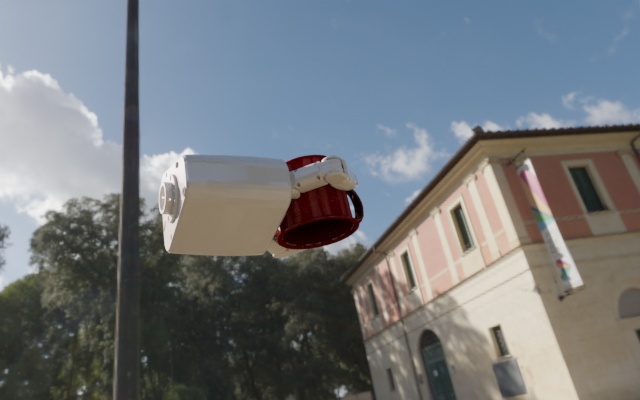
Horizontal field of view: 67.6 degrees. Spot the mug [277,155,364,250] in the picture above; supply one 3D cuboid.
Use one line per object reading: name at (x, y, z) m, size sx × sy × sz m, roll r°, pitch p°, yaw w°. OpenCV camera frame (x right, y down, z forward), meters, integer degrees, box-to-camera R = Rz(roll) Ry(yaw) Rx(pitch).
mug at (0.001, 0.002, 0.549) m, size 0.117 × 0.081 × 0.093 m, roll 2°, pitch -27°, yaw -31°
